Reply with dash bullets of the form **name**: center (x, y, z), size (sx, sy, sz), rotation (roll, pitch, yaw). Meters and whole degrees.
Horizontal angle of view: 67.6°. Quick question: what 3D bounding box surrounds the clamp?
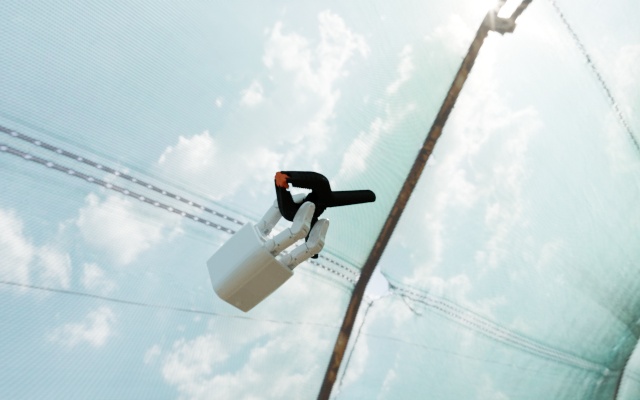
- **clamp**: center (-0.001, 0.002, 0.795), size (0.036, 0.164, 0.210), rotation (49, 0, 41)
